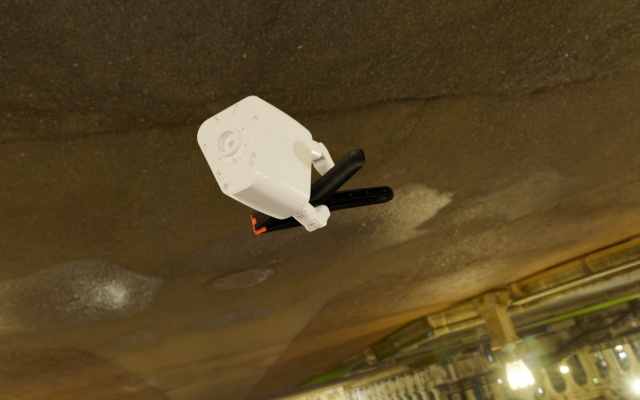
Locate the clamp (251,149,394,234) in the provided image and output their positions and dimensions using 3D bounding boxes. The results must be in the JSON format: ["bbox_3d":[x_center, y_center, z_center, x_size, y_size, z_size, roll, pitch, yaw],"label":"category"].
[{"bbox_3d":[0.000,0.003,0.688,0.210,0.036,0.164,-25,-26,21],"label":"clamp"}]
